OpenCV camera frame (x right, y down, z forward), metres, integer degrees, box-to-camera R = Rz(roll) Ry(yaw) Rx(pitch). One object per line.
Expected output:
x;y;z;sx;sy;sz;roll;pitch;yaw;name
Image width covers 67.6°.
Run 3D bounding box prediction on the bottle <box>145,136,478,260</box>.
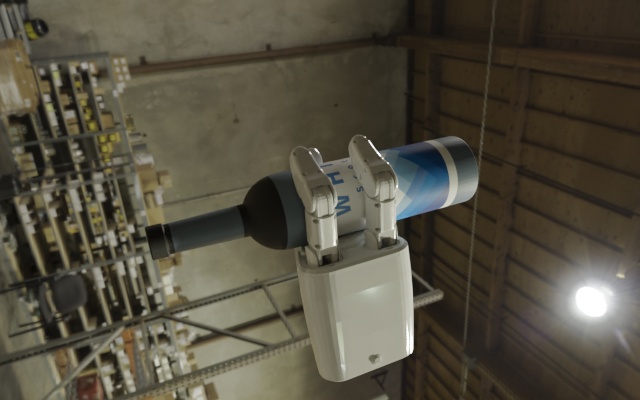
0.000;0.001;0.423;0.295;0.069;0.069;-14;5;-20;bottle
